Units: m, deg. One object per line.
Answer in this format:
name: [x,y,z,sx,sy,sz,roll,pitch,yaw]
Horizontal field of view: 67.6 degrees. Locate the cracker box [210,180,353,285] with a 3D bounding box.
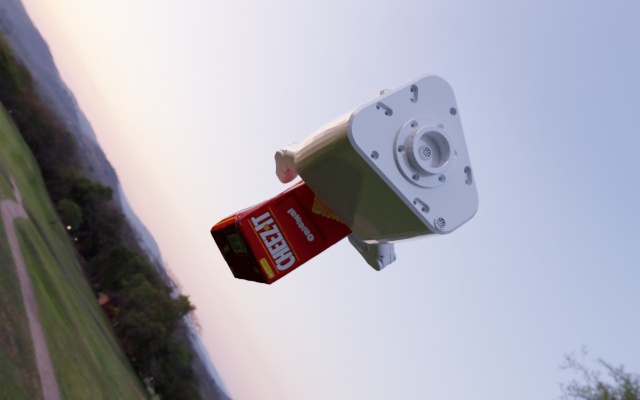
cracker box: [0.000,0.002,0.503,0.213,0.072,0.164,-30,4,-21]
